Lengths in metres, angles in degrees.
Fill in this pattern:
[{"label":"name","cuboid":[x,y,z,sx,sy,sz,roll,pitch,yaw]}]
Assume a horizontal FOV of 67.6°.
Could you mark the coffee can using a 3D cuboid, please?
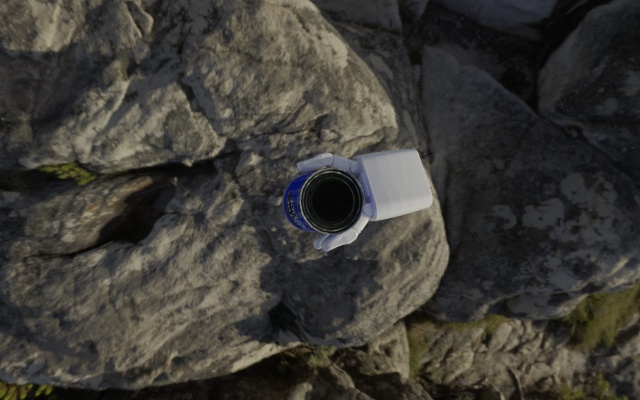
[{"label":"coffee can","cuboid":[0.000,0.003,0.782,0.103,0.103,0.140,0,-1,-15]}]
